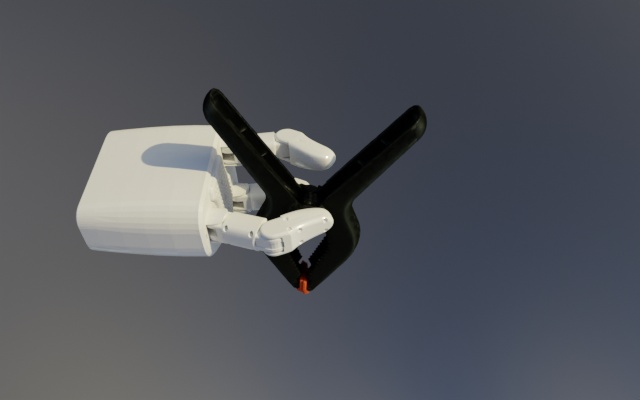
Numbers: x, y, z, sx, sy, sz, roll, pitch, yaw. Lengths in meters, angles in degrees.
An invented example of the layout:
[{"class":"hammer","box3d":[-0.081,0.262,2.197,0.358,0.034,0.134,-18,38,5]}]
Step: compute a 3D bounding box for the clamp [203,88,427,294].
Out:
[{"class":"clamp","box3d":[0.000,0.002,0.406,0.164,0.210,0.036,0,40,5]}]
